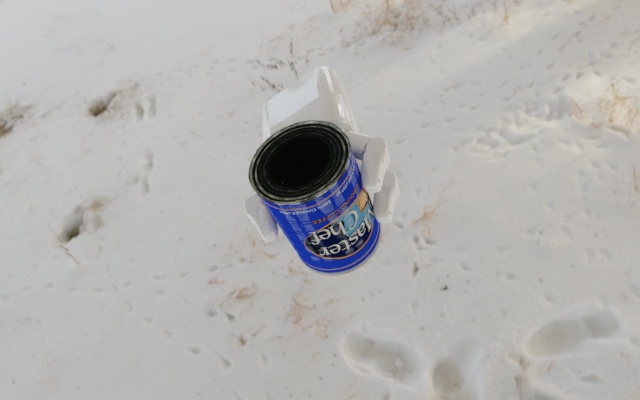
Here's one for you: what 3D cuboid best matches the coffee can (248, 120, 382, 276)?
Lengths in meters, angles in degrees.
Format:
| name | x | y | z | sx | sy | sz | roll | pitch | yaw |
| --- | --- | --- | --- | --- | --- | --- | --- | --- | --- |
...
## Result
| name | x | y | z | sx | sy | sz | roll | pitch | yaw |
| --- | --- | --- | --- | --- | --- | --- | --- | --- | --- |
| coffee can | 0.000 | 0.002 | 0.501 | 0.103 | 0.102 | 0.140 | 0 | -35 | 21 |
